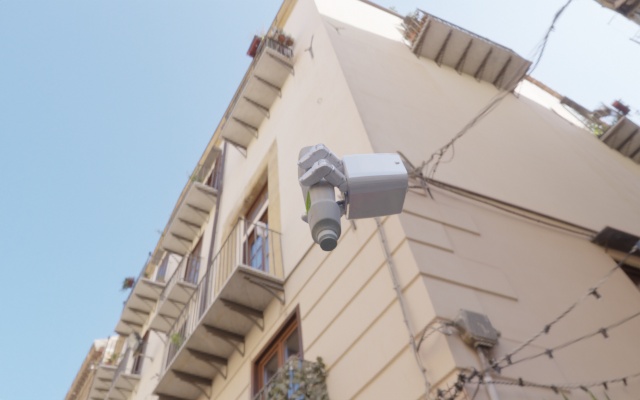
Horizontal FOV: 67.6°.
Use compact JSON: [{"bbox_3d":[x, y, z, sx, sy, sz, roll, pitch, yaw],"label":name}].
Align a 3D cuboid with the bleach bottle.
[{"bbox_3d":[0.000,0.003,0.850,0.068,0.103,0.250,-4,36,-4],"label":"bleach bottle"}]
